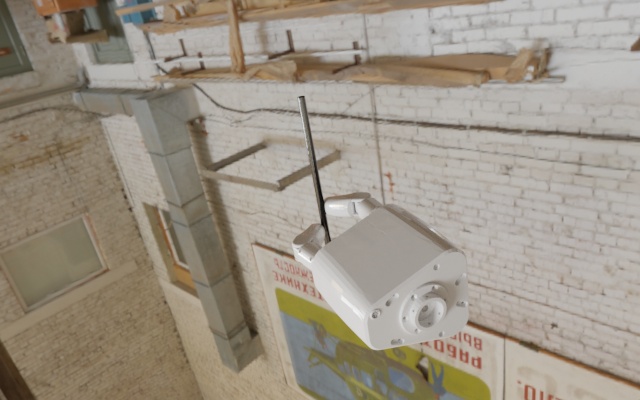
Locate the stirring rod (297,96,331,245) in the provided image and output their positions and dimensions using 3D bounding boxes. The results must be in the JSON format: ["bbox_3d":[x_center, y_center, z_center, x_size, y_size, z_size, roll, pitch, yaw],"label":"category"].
[{"bbox_3d":[0.000,0.002,0.537,0.011,0.240,0.011,-9,25,4],"label":"stirring rod"}]
